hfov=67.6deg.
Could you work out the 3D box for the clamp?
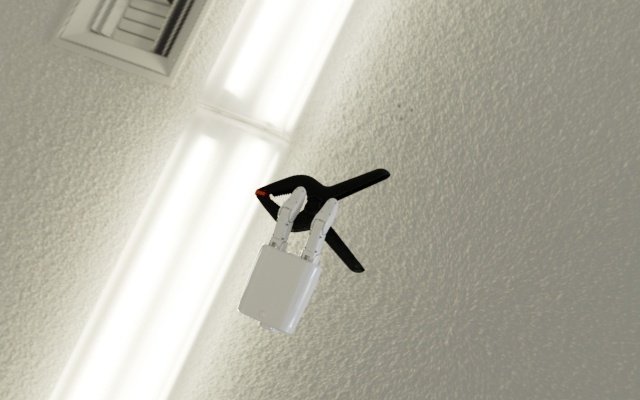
[{"bbox_3d":[0.000,0.003,0.748,0.210,0.164,0.036,20,-12,19],"label":"clamp"}]
